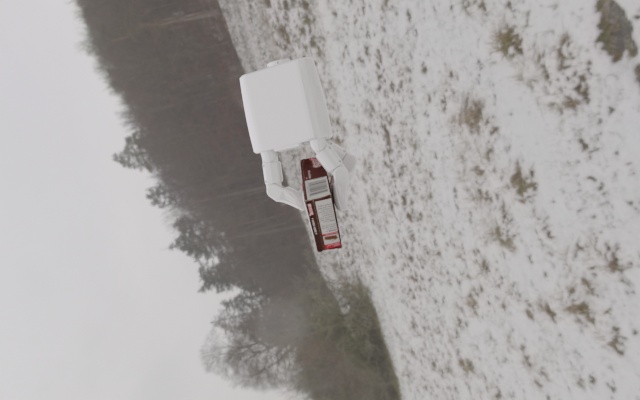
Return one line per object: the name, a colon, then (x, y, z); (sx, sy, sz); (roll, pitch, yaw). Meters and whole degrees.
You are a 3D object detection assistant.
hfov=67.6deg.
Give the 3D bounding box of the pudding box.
pudding box: (0.000, 0.002, 0.667); (0.039, 0.090, 0.113); (-11, 33, 3)
